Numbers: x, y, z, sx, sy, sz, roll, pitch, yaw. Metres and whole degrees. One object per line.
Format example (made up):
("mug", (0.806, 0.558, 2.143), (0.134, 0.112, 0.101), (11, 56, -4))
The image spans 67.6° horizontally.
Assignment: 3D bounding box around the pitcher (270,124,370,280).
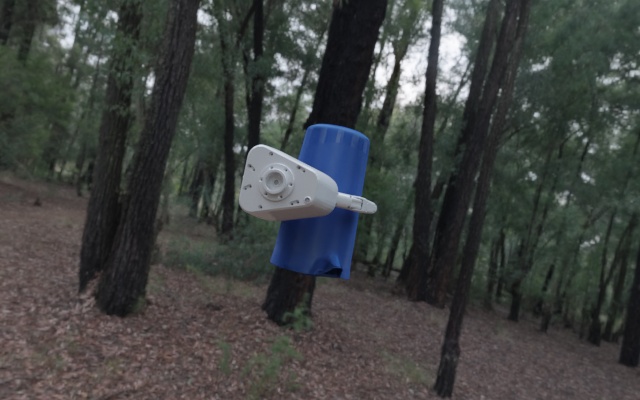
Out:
("pitcher", (0.000, 0.003, 0.800), (0.149, 0.243, 0.145), (11, -3, 17))
